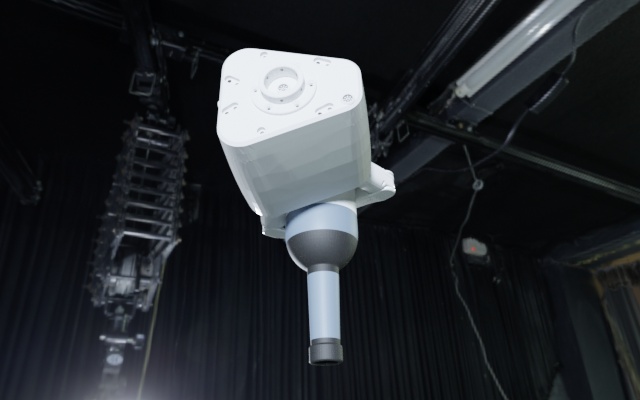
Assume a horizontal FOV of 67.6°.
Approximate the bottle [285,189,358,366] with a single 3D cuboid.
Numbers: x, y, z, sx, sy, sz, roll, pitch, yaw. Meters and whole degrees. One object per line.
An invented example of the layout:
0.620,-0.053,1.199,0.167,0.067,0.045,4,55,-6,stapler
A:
0.000,0.001,0.454,0.069,0.295,0.069,-2,-28,-1,bottle
